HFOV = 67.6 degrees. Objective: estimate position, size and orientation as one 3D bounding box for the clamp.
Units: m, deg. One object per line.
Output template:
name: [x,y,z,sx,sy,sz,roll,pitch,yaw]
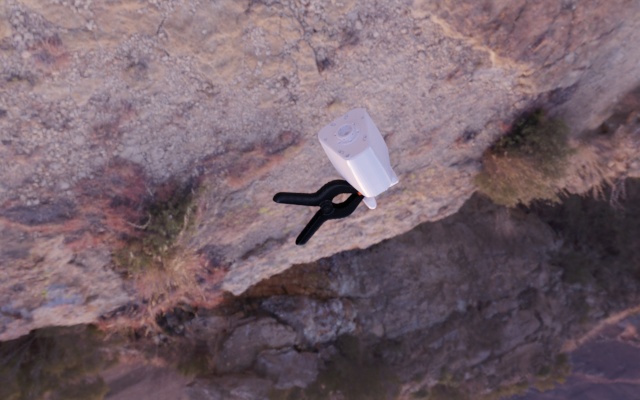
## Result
clamp: [0.000,0.003,0.879,0.171,0.120,0.039,-32,36,5]
